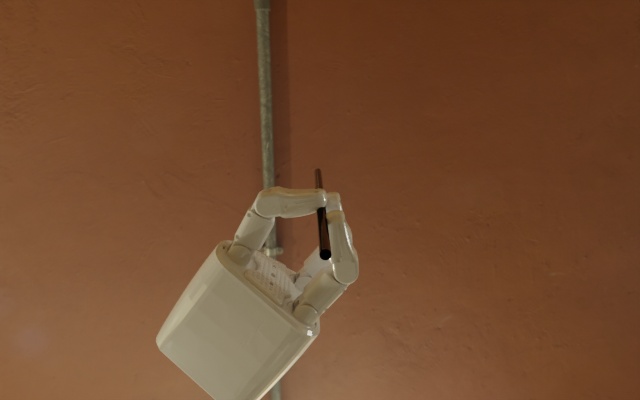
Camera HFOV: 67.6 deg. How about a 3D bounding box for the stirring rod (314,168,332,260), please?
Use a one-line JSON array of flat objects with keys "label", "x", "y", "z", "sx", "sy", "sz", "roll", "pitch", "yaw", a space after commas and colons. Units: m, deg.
[{"label": "stirring rod", "x": 0.000, "y": 0.001, "z": 0.424, "sx": 0.011, "sy": 0.011, "sz": 0.239, "roll": 0, "pitch": 16, "yaw": -2}]
